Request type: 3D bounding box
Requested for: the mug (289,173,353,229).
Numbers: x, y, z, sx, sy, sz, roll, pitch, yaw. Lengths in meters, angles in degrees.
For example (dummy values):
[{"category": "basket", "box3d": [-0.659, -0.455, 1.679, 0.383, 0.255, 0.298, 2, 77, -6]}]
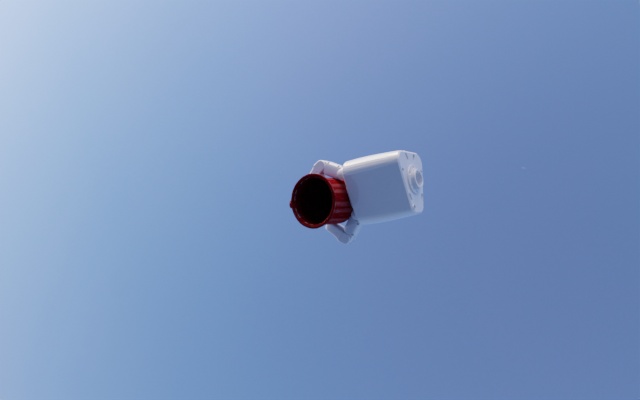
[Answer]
[{"category": "mug", "box3d": [-0.001, 0.003, 0.839, 0.117, 0.093, 0.081, -10, -6, 35]}]
